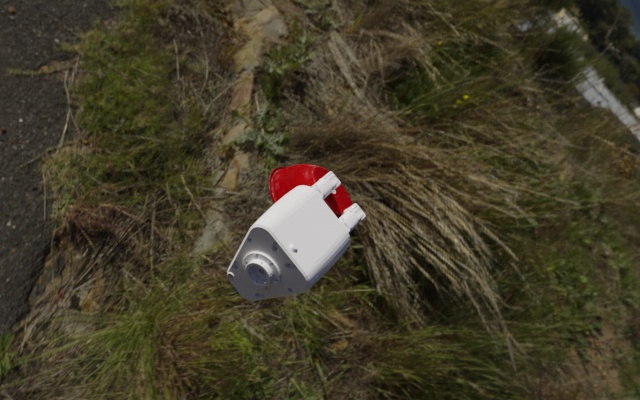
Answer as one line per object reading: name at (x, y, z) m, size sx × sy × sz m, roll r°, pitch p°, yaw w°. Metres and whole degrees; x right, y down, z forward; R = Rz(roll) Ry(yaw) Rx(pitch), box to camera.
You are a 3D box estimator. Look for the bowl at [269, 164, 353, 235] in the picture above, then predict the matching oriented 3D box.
bowl at (0.001, 0.001, 0.706) m, size 0.055 × 0.162 × 0.162 m, roll -37°, pitch -17°, yaw 24°
